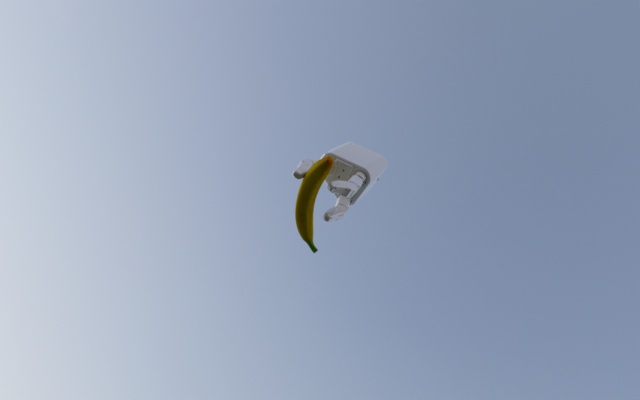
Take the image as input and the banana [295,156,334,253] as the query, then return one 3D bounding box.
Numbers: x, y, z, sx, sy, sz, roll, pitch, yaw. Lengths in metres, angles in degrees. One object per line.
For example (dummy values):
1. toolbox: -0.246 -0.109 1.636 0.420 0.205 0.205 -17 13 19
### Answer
1. banana: -0.016 0.000 0.907 0.069 0.198 0.037 22 28 27
